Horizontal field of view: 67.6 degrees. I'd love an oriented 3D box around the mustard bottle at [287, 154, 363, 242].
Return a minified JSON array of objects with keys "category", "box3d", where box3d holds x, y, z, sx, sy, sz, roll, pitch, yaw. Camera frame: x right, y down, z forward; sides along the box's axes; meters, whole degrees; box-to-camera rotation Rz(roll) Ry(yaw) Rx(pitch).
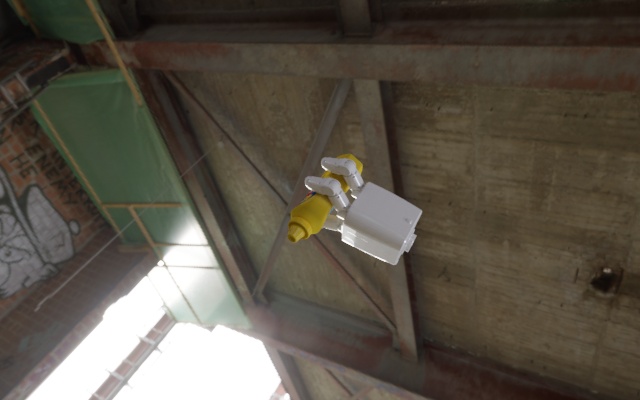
[{"category":"mustard bottle","box3d":[0.000,0.002,0.831,0.191,0.058,0.096,-53,8,-37]}]
